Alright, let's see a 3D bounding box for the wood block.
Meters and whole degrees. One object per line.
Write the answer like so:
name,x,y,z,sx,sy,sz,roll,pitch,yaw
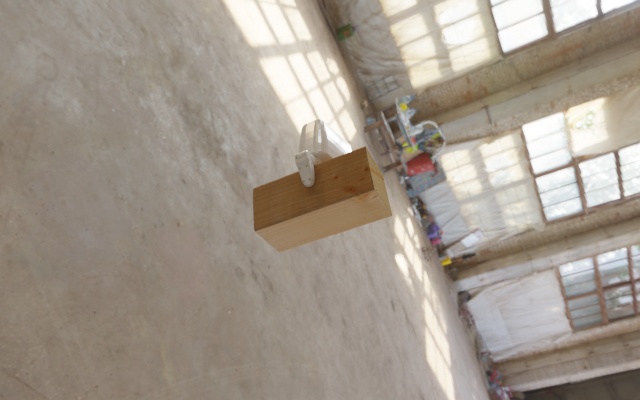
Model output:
wood block,0.000,0.002,0.788,0.206,0.090,0.091,-20,-38,17
